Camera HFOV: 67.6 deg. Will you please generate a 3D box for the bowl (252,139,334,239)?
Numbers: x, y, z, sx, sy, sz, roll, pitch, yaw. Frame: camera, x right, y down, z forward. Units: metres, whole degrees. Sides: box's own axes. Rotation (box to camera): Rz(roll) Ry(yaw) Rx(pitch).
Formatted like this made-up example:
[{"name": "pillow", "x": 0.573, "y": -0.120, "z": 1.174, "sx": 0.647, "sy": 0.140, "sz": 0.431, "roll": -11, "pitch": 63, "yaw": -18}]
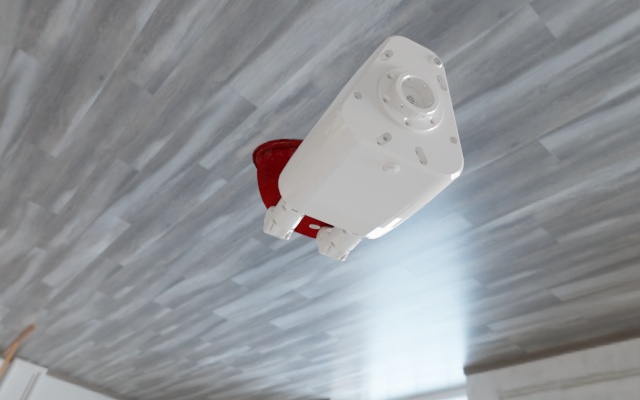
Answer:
[{"name": "bowl", "x": 0.000, "y": 0.002, "z": 0.486, "sx": 0.162, "sy": 0.055, "sz": 0.162, "roll": 15, "pitch": -19, "yaw": 5}]
